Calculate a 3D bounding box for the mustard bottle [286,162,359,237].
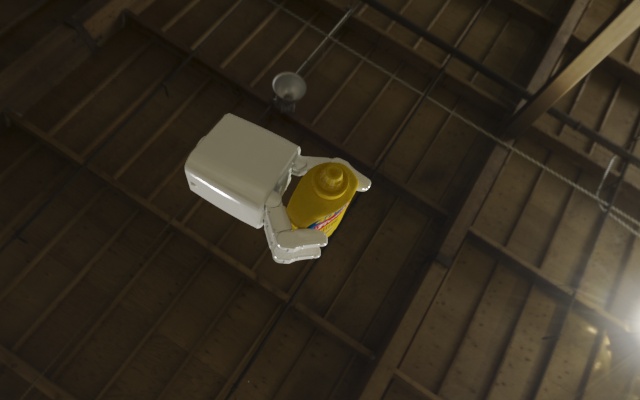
[{"bbox_3d":[0.000,0.002,0.586,0.096,0.058,0.192,-35,-12,-19],"label":"mustard bottle"}]
